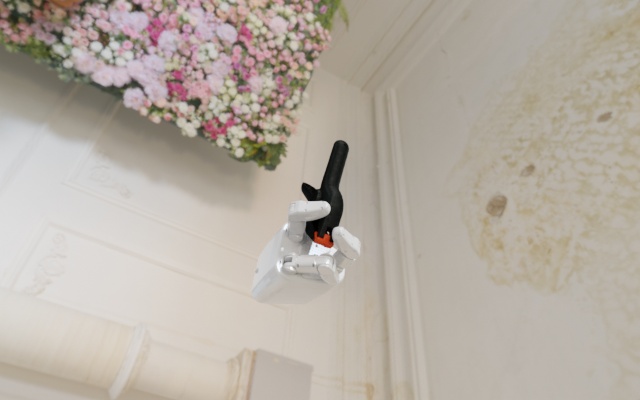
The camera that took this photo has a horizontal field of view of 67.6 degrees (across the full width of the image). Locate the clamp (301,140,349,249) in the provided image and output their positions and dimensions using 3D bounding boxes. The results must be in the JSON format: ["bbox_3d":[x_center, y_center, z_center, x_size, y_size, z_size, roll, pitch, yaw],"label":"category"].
[{"bbox_3d":[0.001,0.003,0.713,0.039,0.171,0.120,21,-39,-15],"label":"clamp"}]
